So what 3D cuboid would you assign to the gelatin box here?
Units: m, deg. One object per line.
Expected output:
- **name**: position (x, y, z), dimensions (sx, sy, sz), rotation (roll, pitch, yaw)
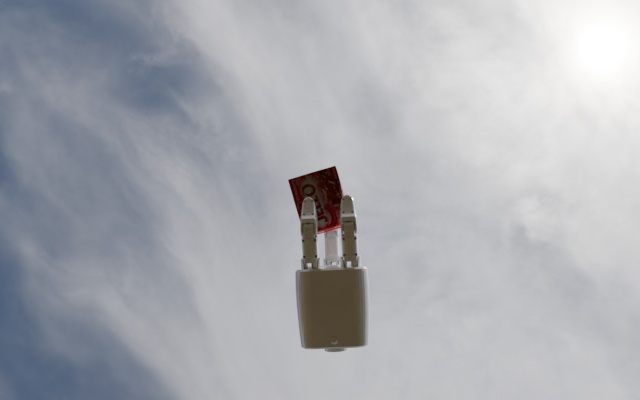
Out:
- **gelatin box**: position (0.000, 0.002, 0.697), dimensions (0.073, 0.089, 0.030), rotation (-16, -12, 3)
